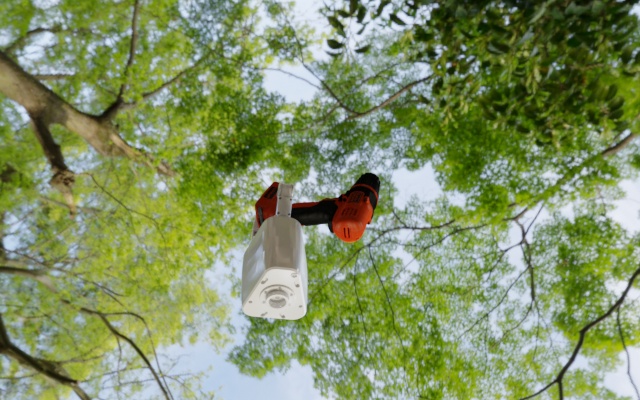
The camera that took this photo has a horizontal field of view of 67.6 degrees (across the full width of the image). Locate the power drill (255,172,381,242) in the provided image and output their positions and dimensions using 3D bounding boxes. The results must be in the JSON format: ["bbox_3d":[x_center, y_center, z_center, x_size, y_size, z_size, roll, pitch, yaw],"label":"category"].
[{"bbox_3d":[0.000,0.003,0.790,0.187,0.057,0.184,-1,26,19],"label":"power drill"}]
